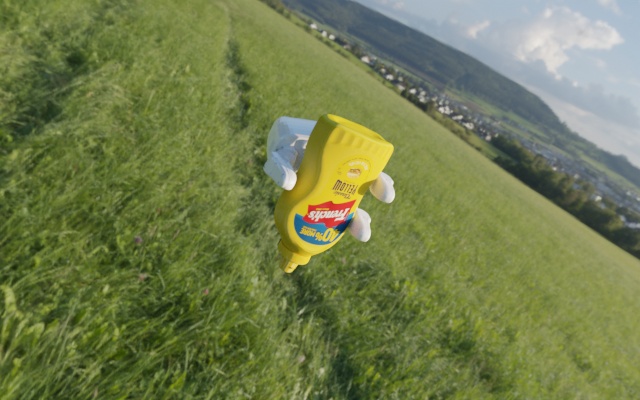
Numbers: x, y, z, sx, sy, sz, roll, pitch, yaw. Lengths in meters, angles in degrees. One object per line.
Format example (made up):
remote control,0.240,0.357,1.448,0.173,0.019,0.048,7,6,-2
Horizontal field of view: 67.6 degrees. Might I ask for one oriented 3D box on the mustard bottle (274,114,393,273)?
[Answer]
mustard bottle,0.000,0.002,0.549,0.096,0.192,0.058,13,24,-40
